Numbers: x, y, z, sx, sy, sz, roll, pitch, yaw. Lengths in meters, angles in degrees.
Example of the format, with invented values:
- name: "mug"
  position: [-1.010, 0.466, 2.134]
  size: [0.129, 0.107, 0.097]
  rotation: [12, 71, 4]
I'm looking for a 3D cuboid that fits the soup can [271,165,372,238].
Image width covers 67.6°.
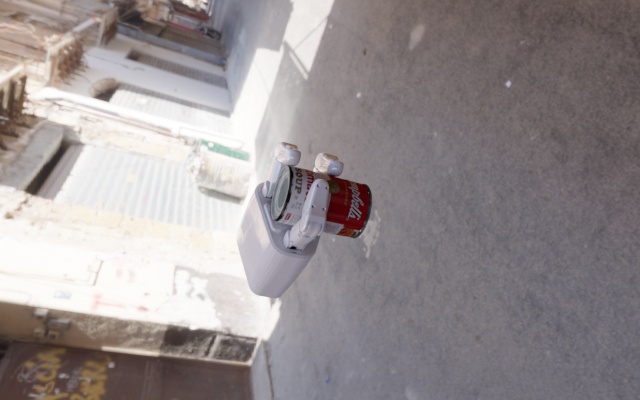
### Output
- name: "soup can"
  position: [0.000, 0.002, 0.562]
  size: [0.102, 0.068, 0.068]
  rotation: [13, -5, -19]
